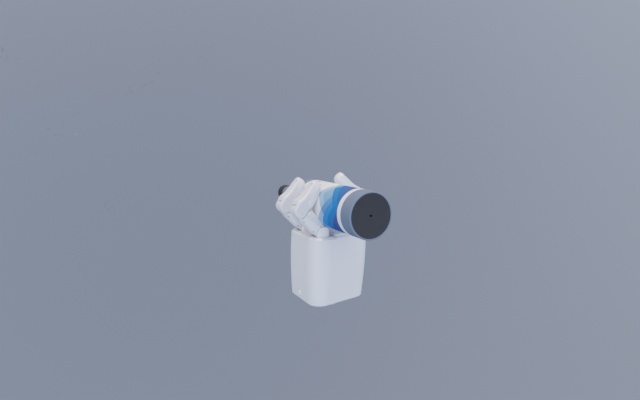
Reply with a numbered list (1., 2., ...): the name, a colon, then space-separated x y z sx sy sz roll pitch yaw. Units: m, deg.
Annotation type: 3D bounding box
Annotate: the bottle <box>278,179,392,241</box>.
1. bottle: 0.000 0.002 0.756 0.069 0.069 0.295 0 7 -27
